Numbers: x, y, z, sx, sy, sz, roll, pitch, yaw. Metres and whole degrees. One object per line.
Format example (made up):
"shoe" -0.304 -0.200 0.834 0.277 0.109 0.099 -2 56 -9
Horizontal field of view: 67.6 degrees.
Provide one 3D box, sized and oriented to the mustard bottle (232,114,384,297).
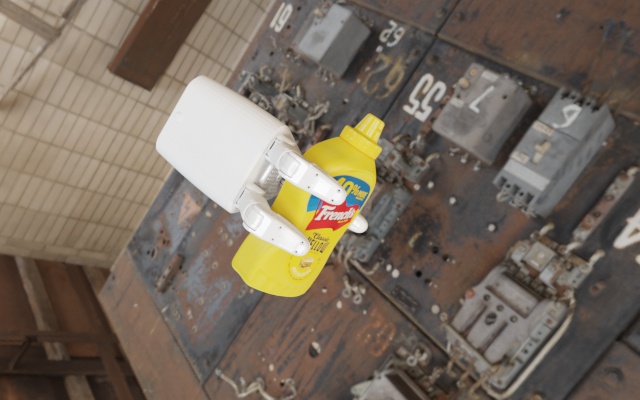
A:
"mustard bottle" 0.000 0.002 0.461 0.096 0.191 0.058 22 15 -50
